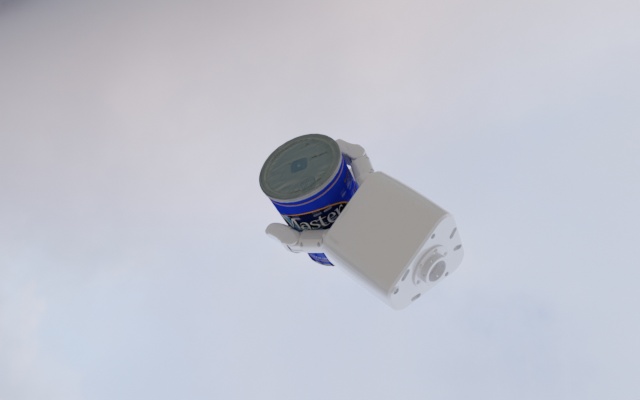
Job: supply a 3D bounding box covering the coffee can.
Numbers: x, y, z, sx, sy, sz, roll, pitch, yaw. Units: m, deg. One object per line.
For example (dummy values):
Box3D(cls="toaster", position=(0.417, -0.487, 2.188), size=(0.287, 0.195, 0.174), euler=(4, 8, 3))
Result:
Box3D(cls="coffee can", position=(0.000, 0.002, 0.597), size=(0.103, 0.102, 0.140), euler=(0, -38, 28))
